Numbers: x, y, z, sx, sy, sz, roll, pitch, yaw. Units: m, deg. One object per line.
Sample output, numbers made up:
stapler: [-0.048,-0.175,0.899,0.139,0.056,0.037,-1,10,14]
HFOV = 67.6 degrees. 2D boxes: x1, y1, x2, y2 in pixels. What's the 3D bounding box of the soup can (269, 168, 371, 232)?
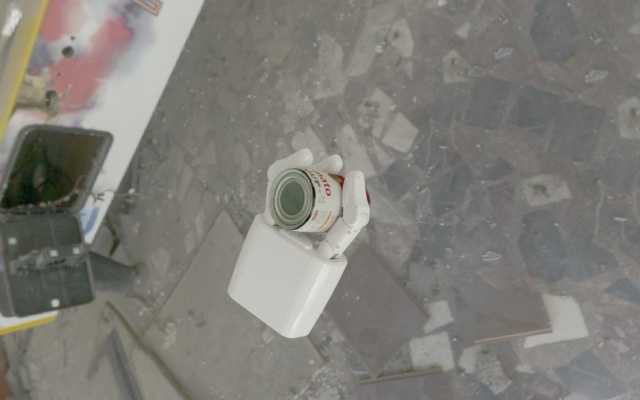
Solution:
soup can: [0.000,0.001,0.537,0.068,0.068,0.102,0,-4,40]
